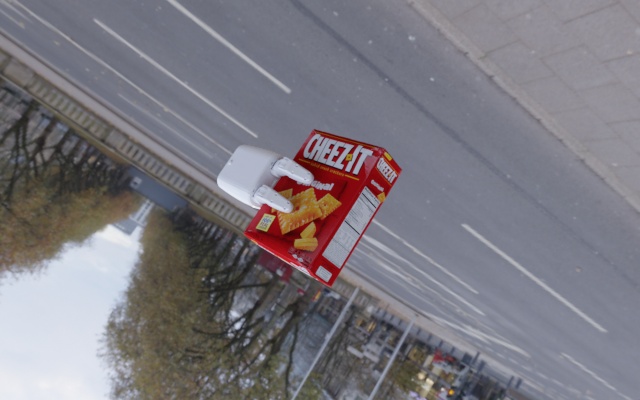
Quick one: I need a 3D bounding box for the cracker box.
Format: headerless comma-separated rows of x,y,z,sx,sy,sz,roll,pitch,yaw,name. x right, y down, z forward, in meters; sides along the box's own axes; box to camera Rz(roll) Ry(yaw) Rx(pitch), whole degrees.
0.000,0.003,0.747,0.164,0.213,0.072,23,-14,43,cracker box
